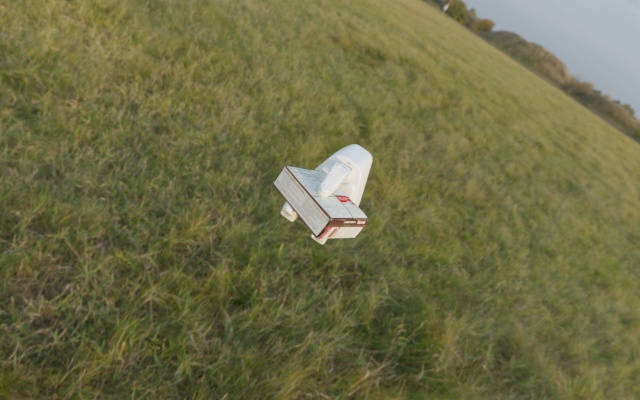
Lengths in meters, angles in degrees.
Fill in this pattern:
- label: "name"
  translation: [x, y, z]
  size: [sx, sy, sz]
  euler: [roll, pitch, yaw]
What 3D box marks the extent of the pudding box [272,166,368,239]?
- label: "pudding box"
  translation: [0.000, 0.002, 0.658]
  size: [0.090, 0.039, 0.113]
  euler: [2, 38, -51]
